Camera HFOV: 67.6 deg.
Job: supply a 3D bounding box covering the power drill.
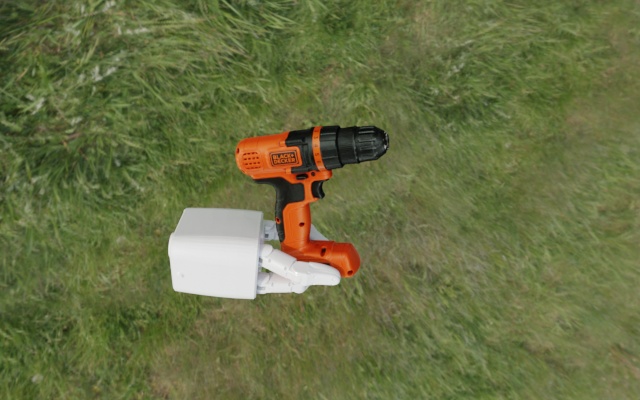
[{"bbox_3d":[0.000,0.002,0.586,0.184,0.188,0.057,-3,20,17],"label":"power drill"}]
